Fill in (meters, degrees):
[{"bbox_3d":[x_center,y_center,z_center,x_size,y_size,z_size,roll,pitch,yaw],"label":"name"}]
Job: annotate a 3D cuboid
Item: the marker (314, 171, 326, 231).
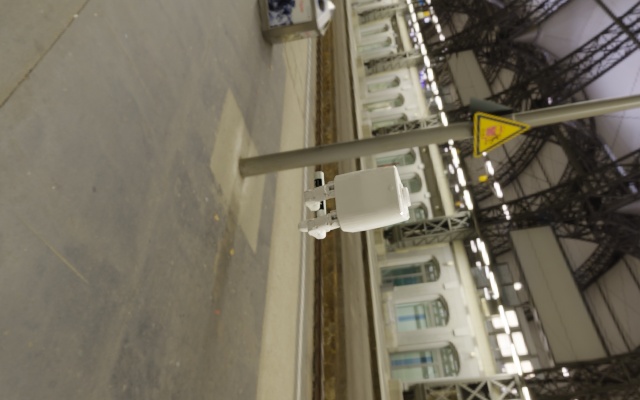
[{"bbox_3d":[0.000,0.003,0.893,0.020,0.121,0.020,-3,-24,-2],"label":"marker"}]
